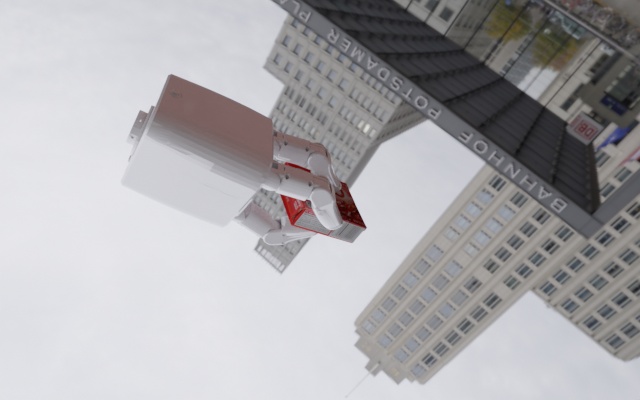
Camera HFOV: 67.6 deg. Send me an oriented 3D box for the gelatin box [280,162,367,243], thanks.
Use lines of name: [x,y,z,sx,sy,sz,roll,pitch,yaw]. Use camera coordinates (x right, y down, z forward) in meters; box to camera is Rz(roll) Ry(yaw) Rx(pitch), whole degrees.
gelatin box: [0.000,0.002,0.514,0.089,0.073,0.030,20,-57,-36]
